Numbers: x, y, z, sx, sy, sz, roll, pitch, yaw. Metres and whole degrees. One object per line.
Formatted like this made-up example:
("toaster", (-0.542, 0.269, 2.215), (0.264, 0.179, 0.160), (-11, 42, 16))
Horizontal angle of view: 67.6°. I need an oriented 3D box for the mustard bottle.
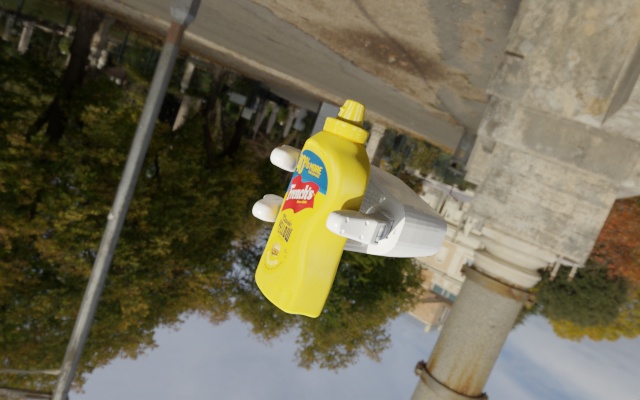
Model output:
("mustard bottle", (0.000, 0.002, 0.440), (0.058, 0.191, 0.096), (17, 8, -25))
